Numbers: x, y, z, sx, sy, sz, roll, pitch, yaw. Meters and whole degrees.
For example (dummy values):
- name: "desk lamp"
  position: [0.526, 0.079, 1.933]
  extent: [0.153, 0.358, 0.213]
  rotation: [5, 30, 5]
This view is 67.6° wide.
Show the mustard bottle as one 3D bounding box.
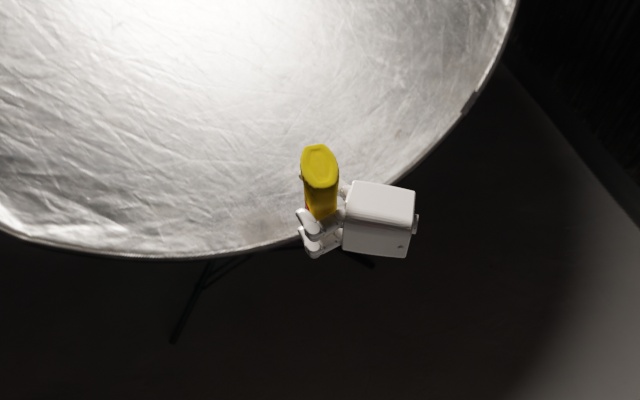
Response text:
- name: "mustard bottle"
  position: [0.000, 0.002, 0.792]
  extent: [0.058, 0.096, 0.192]
  rotation: [-11, -36, -7]
